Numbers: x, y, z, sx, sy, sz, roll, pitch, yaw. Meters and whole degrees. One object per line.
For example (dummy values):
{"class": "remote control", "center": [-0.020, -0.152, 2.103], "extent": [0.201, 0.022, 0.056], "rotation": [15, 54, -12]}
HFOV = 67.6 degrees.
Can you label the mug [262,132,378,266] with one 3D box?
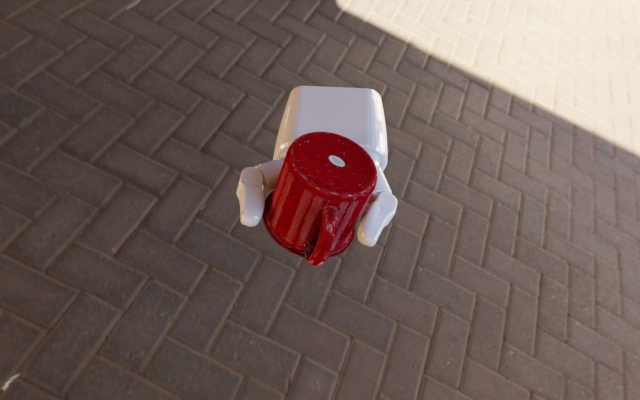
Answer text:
{"class": "mug", "center": [0.000, 0.002, 0.422], "extent": [0.093, 0.117, 0.082], "rotation": [13, -44, -10]}
